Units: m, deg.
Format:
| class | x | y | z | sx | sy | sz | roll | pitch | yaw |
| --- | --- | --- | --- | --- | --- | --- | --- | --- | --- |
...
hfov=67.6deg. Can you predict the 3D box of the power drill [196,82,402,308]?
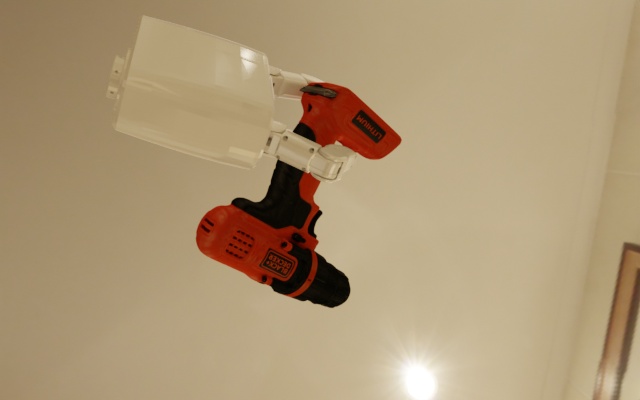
| class | x | y | z | sx | sy | sz | roll | pitch | yaw |
| --- | --- | --- | --- | --- | --- | --- | --- | --- | --- |
| power drill | 0.000 | 0.001 | 0.448 | 0.057 | 0.187 | 0.184 | 23 | -8 | 48 |
